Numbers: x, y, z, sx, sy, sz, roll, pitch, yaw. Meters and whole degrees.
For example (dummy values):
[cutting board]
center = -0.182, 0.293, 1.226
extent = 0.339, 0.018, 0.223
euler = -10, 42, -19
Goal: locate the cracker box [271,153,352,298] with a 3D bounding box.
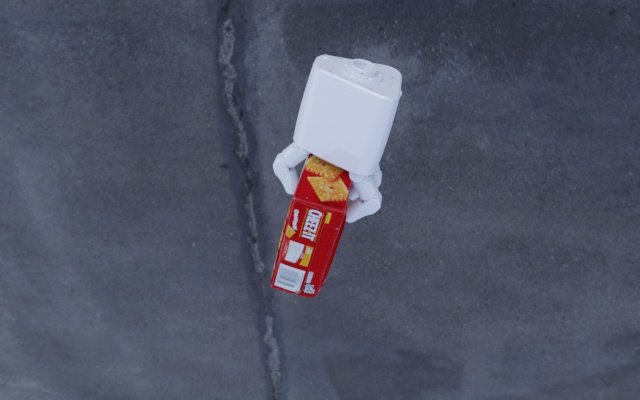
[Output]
[cracker box]
center = 0.000, 0.002, 0.668
extent = 0.072, 0.164, 0.213
euler = 17, 38, 0
